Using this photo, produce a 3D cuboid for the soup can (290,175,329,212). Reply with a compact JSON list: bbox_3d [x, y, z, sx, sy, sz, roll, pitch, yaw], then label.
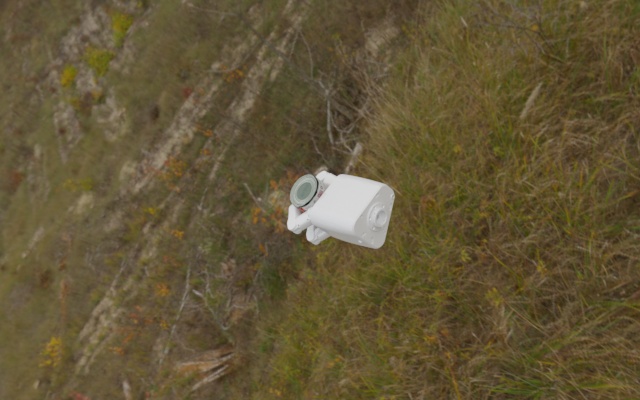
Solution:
[{"bbox_3d":[0.000,0.003,0.897,0.068,0.068,0.102,0,-25,43],"label":"soup can"}]
